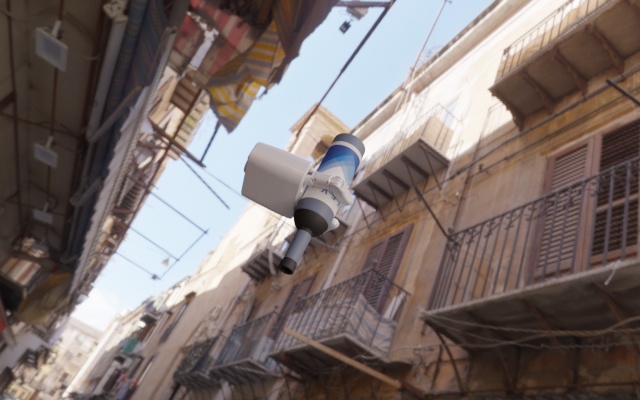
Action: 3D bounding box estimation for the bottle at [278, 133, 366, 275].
[{"bbox_3d":[0.000,0.003,0.846,0.069,0.295,0.069,18,-34,13],"label":"bottle"}]
